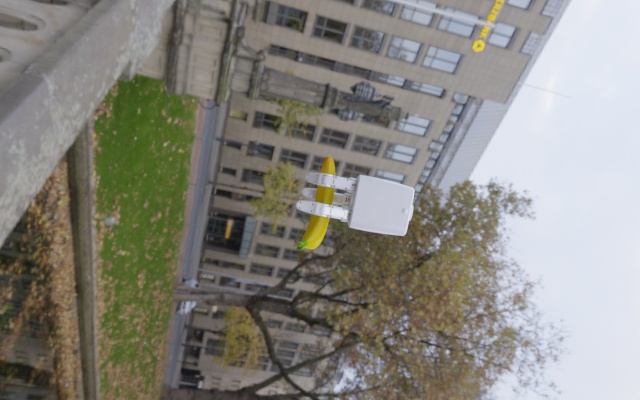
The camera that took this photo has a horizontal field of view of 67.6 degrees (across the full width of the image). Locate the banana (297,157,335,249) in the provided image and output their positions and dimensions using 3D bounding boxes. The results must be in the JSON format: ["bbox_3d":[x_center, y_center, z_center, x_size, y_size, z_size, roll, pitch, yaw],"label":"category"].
[{"bbox_3d":[0.001,0.014,0.915,0.037,0.197,0.070,11,-24,10],"label":"banana"}]
